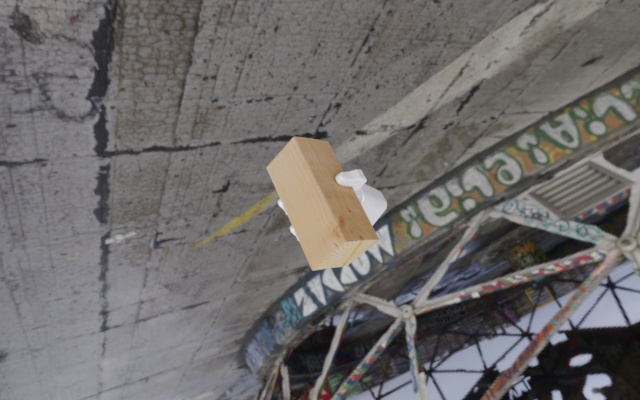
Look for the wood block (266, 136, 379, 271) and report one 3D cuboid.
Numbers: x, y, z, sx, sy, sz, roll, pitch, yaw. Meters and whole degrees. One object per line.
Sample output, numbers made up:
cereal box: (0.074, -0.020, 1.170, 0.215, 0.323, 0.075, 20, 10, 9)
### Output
wood block: (0.001, 0.003, 0.808, 0.090, 0.206, 0.091, 1, -36, -47)
